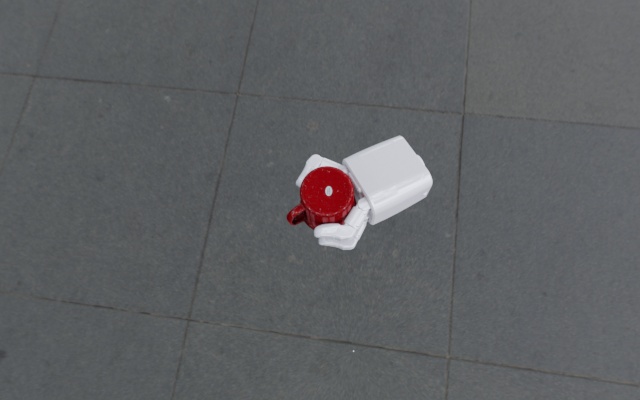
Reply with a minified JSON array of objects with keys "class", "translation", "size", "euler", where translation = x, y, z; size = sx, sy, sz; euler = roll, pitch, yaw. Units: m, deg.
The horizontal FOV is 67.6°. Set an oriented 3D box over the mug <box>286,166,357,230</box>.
[{"class":"mug","translation":[-0.001,0.003,0.741],"size":[0.117,0.093,0.081],"euler":[-26,-17,-6]}]
